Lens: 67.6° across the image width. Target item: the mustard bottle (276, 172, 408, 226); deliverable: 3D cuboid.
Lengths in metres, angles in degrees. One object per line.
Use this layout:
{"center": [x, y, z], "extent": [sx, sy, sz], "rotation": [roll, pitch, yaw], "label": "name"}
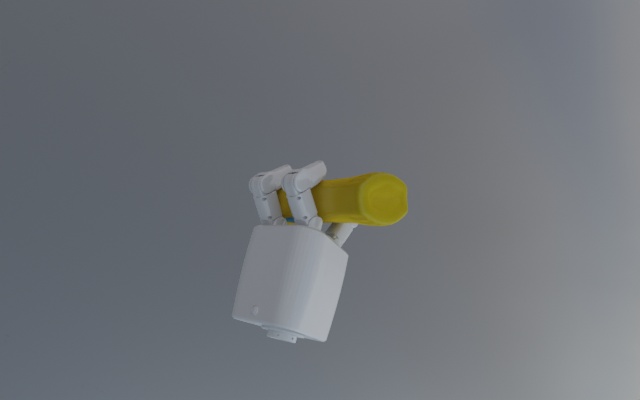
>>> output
{"center": [0.000, 0.002, 0.569], "extent": [0.191, 0.058, 0.096], "rotation": [-3, 0, 41], "label": "mustard bottle"}
